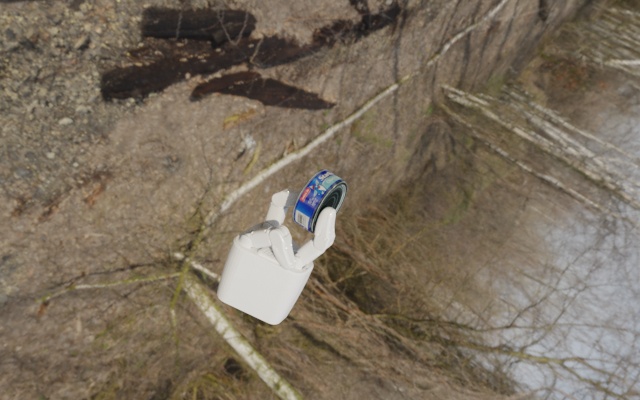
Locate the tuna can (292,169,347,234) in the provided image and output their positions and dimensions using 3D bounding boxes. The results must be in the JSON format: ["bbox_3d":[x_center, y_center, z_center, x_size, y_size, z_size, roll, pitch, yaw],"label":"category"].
[{"bbox_3d":[0.001,0.002,0.655,0.033,0.086,0.086,32,12,20],"label":"tuna can"}]
